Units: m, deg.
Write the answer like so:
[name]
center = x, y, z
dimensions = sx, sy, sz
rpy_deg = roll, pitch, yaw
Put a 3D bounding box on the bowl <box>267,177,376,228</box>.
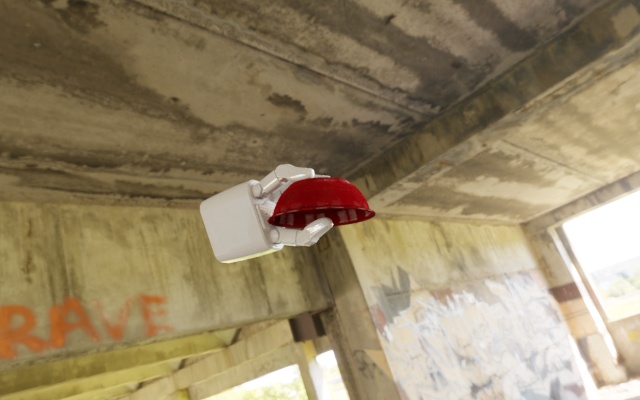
[bowl]
center = 0.001, 0.002, 0.718
dimensions = 0.162, 0.055, 0.162
rpy_deg = -3, -12, -1
